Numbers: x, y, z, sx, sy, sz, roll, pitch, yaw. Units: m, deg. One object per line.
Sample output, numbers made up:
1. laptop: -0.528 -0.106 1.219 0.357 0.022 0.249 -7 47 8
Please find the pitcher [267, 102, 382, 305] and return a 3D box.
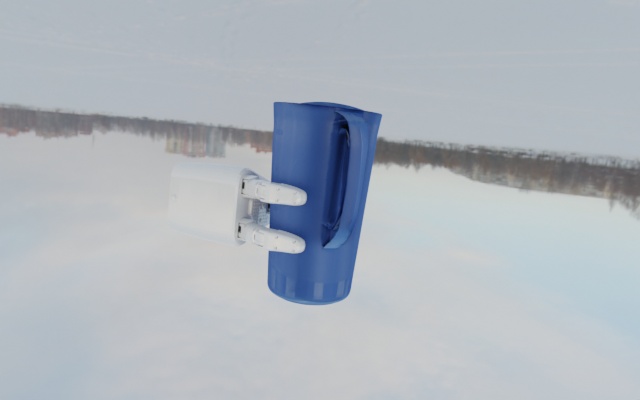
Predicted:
1. pitcher: 0.000 0.002 0.588 0.145 0.243 0.149 9 9 23
